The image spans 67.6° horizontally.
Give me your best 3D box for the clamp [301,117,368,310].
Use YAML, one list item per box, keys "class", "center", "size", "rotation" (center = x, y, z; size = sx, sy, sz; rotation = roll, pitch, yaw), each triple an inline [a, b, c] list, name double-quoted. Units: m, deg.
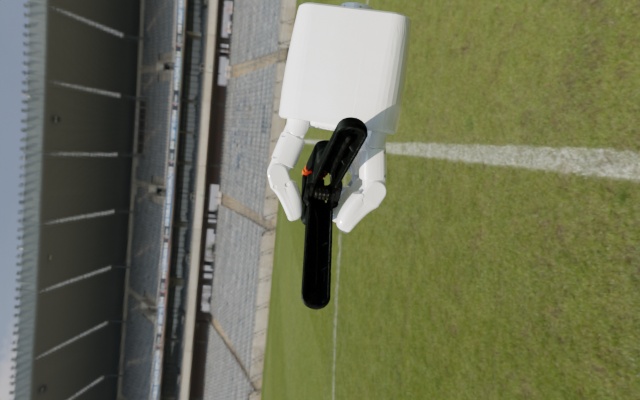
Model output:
- class: "clamp"
  center: [-0.001, 0.001, 0.475]
  size: [0.036, 0.164, 0.210]
  rotation: [11, 7, -8]
